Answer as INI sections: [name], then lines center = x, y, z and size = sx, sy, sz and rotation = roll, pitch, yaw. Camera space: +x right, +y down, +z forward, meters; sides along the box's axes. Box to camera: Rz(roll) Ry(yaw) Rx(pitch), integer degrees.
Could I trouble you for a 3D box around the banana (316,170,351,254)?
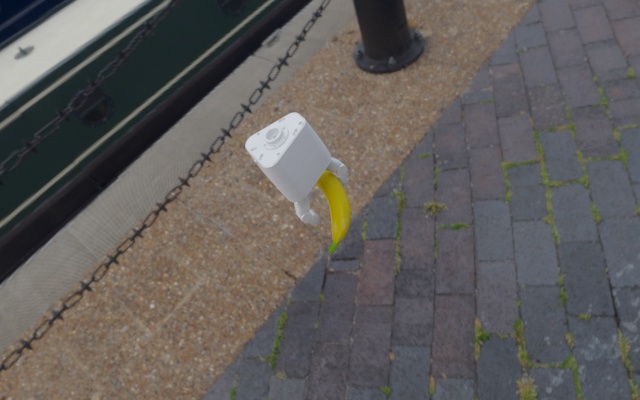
[banana]
center = 0.017, -0.003, 0.882
size = 0.069, 0.197, 0.037
rotation = -28, -37, 18
